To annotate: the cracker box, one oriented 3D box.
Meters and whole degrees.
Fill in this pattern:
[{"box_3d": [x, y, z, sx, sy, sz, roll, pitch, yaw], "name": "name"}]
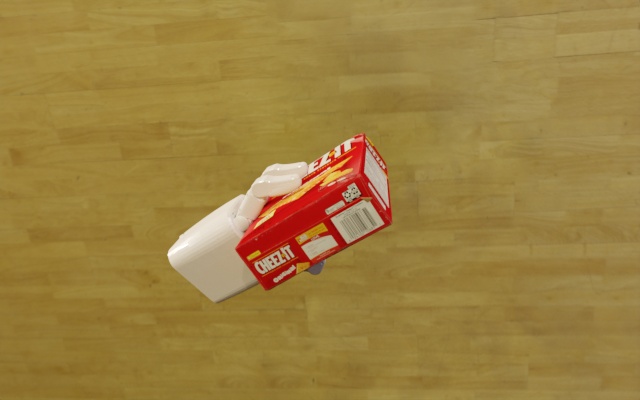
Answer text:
[{"box_3d": [0.000, 0.002, 0.597, 0.164, 0.072, 0.213, -30, 14, 16], "name": "cracker box"}]
